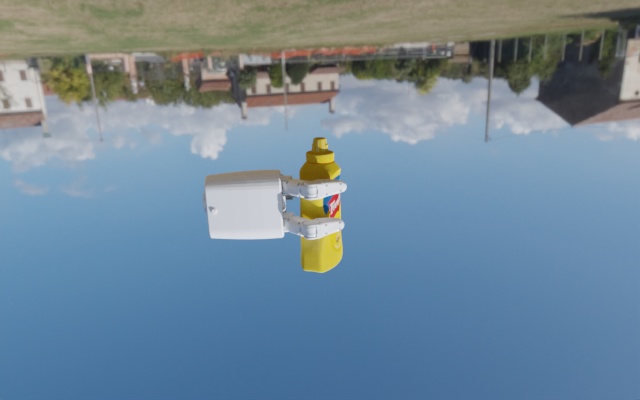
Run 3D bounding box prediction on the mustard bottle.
[{"bbox_3d":[0.000,0.003,0.709,0.058,0.192,0.096,5,17,20],"label":"mustard bottle"}]
